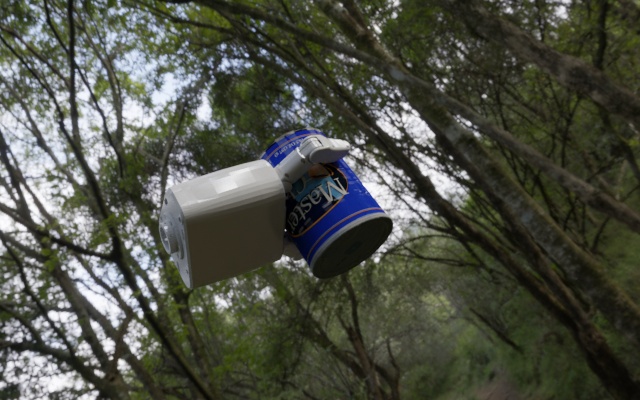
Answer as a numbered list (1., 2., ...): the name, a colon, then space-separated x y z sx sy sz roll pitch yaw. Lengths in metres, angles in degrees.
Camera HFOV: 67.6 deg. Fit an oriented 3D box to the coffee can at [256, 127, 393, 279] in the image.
1. coffee can: 0.000 0.002 0.540 0.103 0.140 0.103 -27 -29 -16
